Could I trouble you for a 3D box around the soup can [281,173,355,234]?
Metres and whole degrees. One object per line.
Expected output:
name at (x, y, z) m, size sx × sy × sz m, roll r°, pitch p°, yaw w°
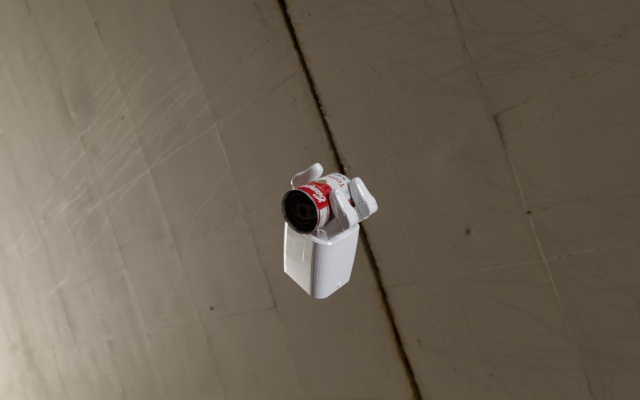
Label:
soup can at (0.000, 0.002, 0.718) m, size 0.068 × 0.068 × 0.102 m, roll 0°, pitch 17°, yaw 39°
